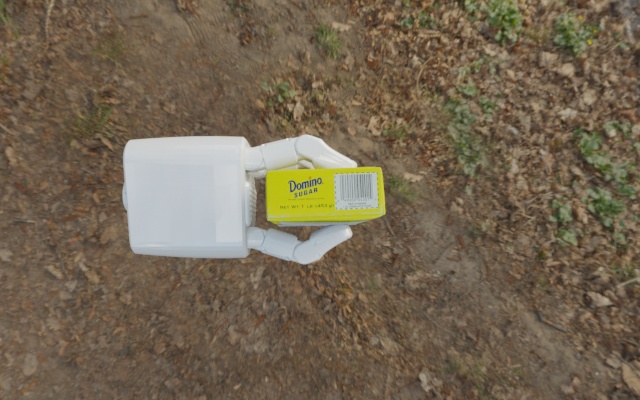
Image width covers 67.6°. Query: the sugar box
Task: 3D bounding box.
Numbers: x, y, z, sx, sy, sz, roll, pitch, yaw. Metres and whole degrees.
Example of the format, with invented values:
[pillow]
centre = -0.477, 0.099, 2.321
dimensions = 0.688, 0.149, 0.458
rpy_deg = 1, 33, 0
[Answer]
[sugar box]
centre = 0.000, 0.001, 0.453
dimensions = 0.093, 0.048, 0.176
rpy_deg = -1, -2, -3
